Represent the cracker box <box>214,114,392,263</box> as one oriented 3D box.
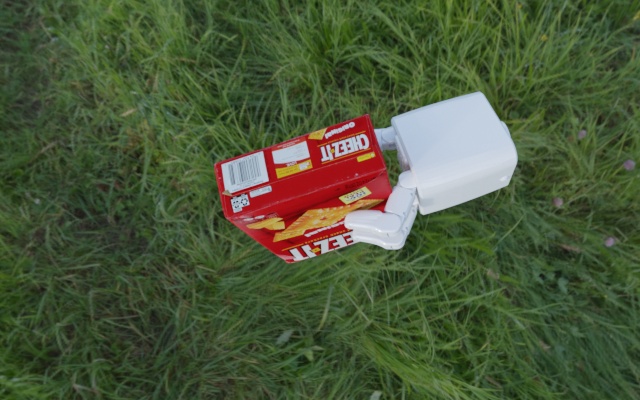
[{"bbox_3d":[0.000,0.002,0.551,0.164,0.072,0.214,-17,-22,7],"label":"cracker box"}]
